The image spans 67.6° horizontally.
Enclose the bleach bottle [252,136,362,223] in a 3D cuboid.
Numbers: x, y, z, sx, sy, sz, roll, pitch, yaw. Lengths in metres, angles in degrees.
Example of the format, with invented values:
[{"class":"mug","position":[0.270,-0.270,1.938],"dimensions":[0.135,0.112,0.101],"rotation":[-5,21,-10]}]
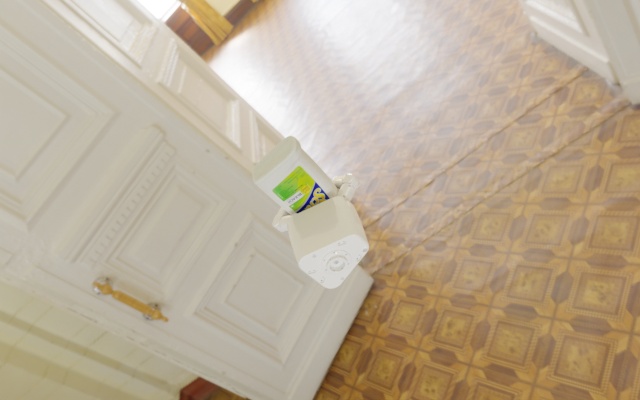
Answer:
[{"class":"bleach bottle","position":[0.000,0.003,0.845],"dimensions":[0.251,0.102,0.068],"rotation":[41,17,-32]}]
